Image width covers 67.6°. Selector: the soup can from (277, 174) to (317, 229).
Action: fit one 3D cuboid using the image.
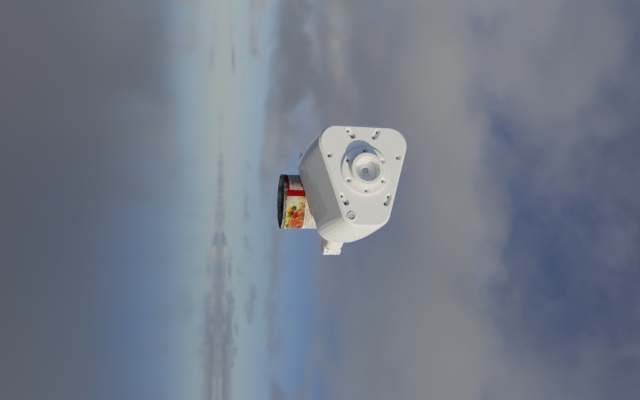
[{"bbox_3d":[0.000,0.002,0.599,0.102,0.068,0.068,1,0,-12],"label":"soup can"}]
